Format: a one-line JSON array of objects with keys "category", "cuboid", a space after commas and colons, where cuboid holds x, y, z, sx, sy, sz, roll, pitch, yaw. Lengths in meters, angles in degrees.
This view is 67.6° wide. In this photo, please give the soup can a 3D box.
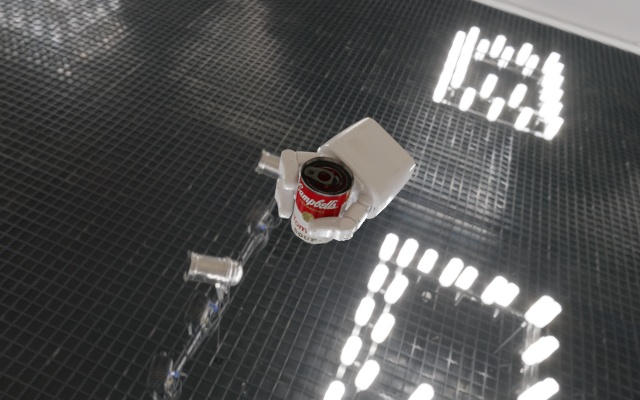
[{"category": "soup can", "cuboid": [0.000, 0.003, 0.625, 0.068, 0.068, 0.102, 0, -42, -13]}]
